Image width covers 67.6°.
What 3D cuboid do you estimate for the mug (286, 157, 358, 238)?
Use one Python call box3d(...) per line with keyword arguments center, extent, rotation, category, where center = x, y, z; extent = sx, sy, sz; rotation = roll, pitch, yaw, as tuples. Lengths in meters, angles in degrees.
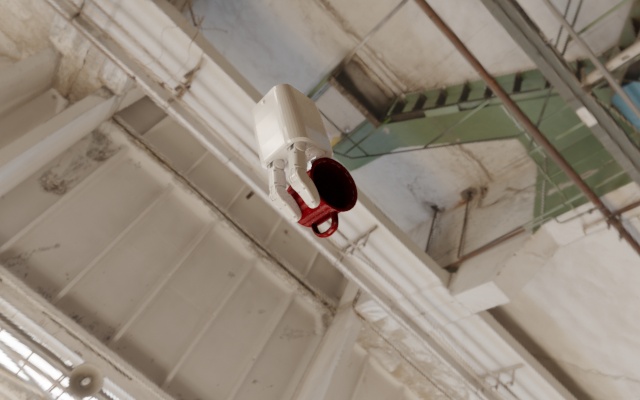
box3d(center=(0.000, 0.004, 0.748), extent=(0.093, 0.117, 0.081), rotation=(6, -29, -40), category="mug")
